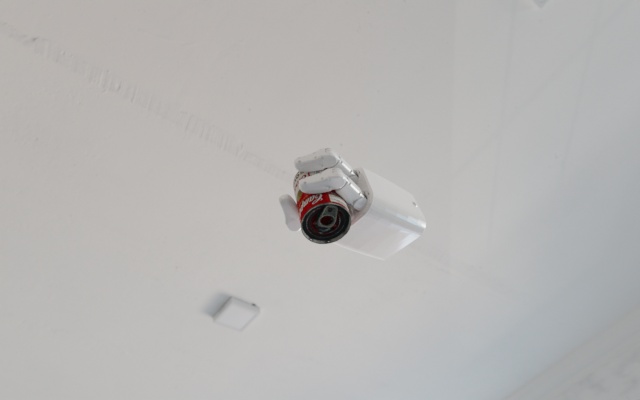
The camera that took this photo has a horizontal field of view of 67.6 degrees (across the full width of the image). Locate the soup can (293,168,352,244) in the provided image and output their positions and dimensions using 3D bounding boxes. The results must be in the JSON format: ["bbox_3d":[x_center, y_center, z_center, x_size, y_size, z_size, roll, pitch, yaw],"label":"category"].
[{"bbox_3d":[0.000,0.002,0.666,0.068,0.068,0.102,0,36,-11],"label":"soup can"}]
